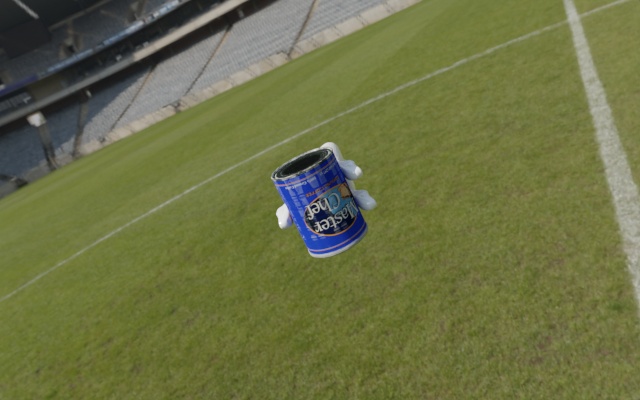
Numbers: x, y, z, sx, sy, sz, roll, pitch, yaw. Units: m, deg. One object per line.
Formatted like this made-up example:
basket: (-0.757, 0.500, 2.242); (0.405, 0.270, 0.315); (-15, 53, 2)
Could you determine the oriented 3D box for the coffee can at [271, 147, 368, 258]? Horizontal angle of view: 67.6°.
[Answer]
coffee can: (0.000, 0.003, 0.737); (0.103, 0.140, 0.102); (-23, 19, 8)
